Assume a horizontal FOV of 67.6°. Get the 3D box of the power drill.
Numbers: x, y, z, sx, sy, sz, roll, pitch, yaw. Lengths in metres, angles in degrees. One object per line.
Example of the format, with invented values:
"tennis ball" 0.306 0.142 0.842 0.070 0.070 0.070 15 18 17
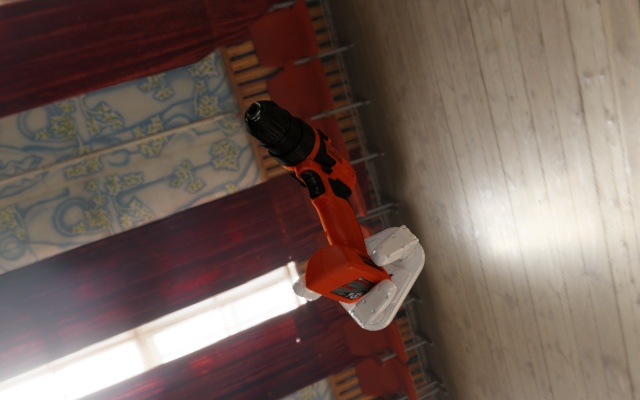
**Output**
"power drill" 0.000 0.002 0.486 0.057 0.187 0.184 -29 -33 21
